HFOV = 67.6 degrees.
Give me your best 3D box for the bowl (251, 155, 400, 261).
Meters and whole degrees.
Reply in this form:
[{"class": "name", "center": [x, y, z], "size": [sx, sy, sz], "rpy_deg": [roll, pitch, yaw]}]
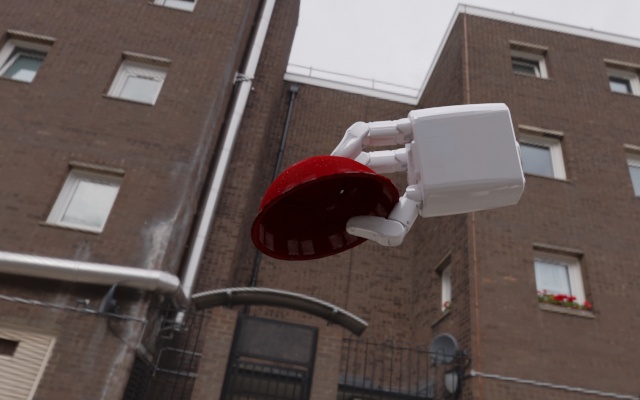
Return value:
[{"class": "bowl", "center": [-0.001, 0.002, 0.514], "size": [0.162, 0.055, 0.162], "rpy_deg": [-13, -33, -9]}]
